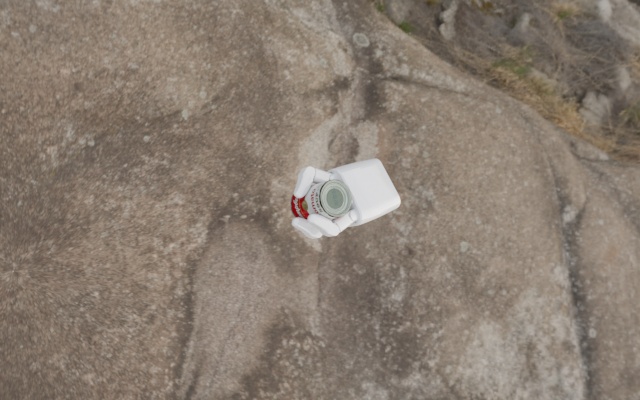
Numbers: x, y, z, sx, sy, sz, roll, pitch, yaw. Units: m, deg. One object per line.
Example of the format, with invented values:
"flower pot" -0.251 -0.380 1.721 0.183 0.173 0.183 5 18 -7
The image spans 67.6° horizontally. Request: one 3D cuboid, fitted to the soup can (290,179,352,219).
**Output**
"soup can" 0.000 0.003 0.852 0.068 0.068 0.102 0 -7 -33
